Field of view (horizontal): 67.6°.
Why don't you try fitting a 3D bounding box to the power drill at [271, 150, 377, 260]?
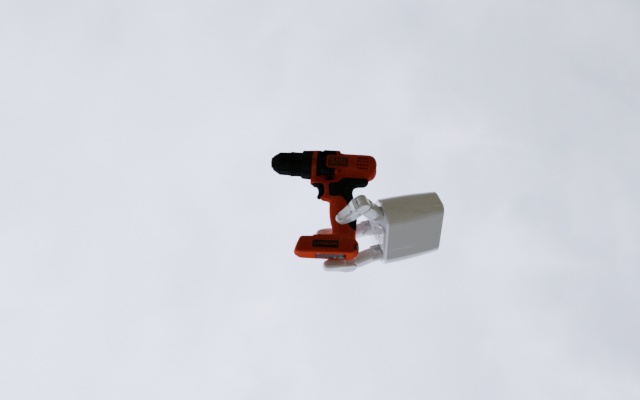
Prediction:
[{"bbox_3d":[0.000,0.003,0.808,0.184,0.187,0.057,3,-18,6],"label":"power drill"}]
